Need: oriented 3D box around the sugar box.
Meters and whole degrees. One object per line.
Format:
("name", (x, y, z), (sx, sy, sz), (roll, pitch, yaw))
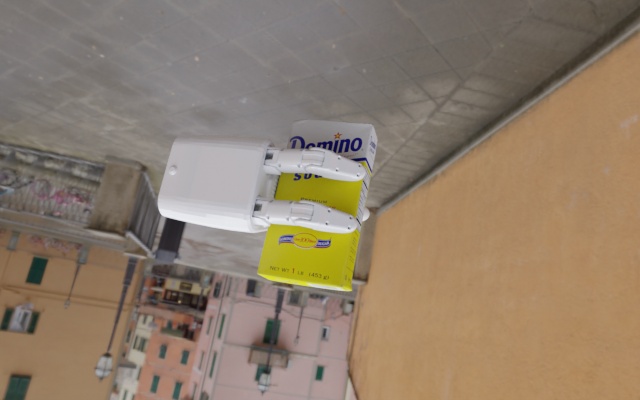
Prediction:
("sugar box", (0.000, 0.002, 0.505), (0.093, 0.176, 0.048), (6, -15, 17))
